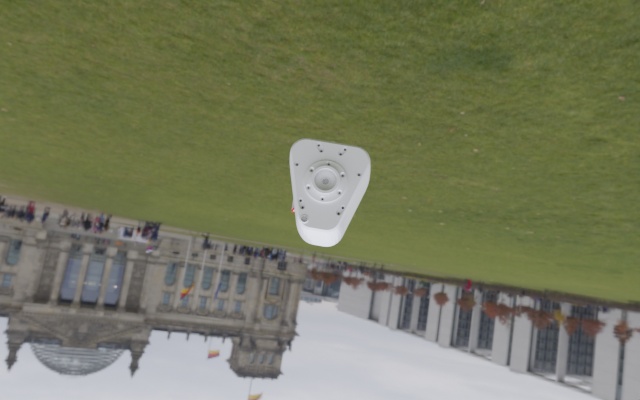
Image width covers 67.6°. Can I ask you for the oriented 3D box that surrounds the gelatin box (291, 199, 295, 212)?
[{"bbox_3d":[0.000,0.003,0.715,0.073,0.030,0.089,12,-16,-10],"label":"gelatin box"}]
